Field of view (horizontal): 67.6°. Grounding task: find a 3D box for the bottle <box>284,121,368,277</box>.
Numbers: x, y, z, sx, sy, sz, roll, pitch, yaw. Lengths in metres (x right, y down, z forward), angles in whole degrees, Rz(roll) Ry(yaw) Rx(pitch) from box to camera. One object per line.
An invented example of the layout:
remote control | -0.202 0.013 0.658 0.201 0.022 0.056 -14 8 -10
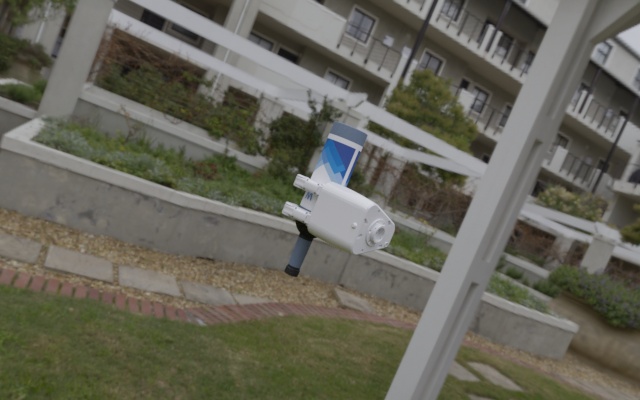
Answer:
bottle | 0.000 0.003 0.887 0.069 0.296 0.069 22 5 -2
